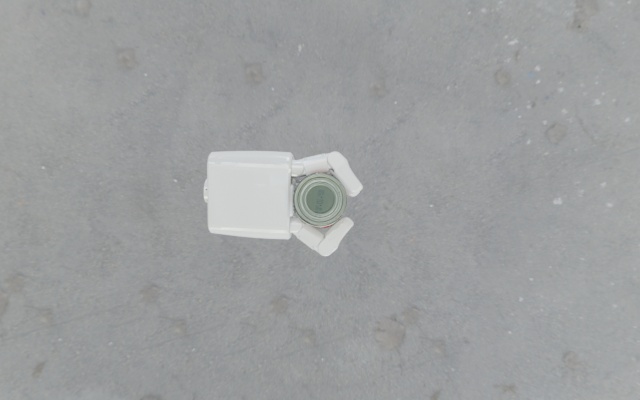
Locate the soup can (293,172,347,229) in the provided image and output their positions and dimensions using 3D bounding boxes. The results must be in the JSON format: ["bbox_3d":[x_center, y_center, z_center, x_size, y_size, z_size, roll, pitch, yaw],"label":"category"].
[{"bbox_3d":[0.001,0.002,0.630,0.068,0.068,0.102,0,-4,1],"label":"soup can"}]
